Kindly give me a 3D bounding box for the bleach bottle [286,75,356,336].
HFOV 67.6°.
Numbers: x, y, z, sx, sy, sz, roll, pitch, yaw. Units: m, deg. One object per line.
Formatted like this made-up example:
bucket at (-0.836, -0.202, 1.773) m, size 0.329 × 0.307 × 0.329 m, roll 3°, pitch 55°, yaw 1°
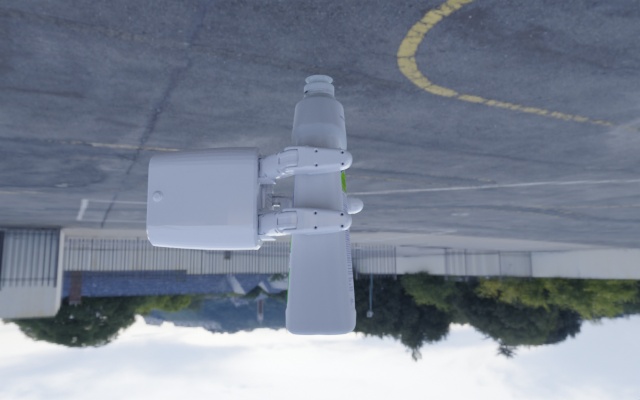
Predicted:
bleach bottle at (0.000, 0.002, 0.482) m, size 0.068 × 0.251 × 0.102 m, roll -1°, pitch -8°, yaw 3°
